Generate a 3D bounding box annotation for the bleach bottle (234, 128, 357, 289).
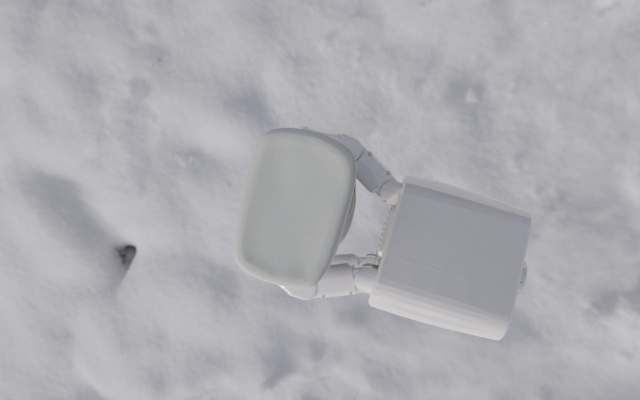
[{"bbox_3d":[0.000,0.001,0.414,0.068,0.102,0.251,16,5,8],"label":"bleach bottle"}]
